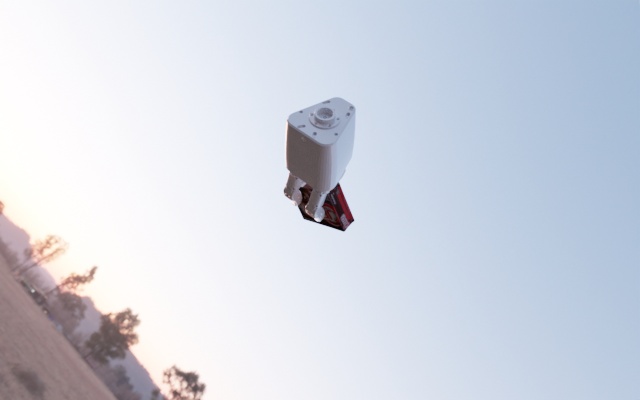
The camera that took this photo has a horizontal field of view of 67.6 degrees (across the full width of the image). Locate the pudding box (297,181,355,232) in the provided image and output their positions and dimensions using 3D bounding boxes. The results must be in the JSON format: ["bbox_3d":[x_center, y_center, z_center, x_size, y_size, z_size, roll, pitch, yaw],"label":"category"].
[{"bbox_3d":[0.000,0.003,0.870,0.039,0.090,0.113,-42,36,-27],"label":"pudding box"}]
